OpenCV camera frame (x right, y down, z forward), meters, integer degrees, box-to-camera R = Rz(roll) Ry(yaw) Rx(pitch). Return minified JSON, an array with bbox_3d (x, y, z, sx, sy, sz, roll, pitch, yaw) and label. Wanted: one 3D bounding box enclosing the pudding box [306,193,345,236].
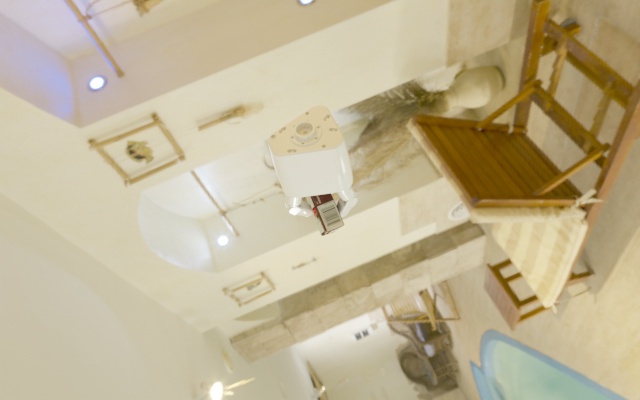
[{"bbox_3d":[0.000,0.003,0.839,0.039,0.113,0.090,-20,-6,-6],"label":"pudding box"}]
